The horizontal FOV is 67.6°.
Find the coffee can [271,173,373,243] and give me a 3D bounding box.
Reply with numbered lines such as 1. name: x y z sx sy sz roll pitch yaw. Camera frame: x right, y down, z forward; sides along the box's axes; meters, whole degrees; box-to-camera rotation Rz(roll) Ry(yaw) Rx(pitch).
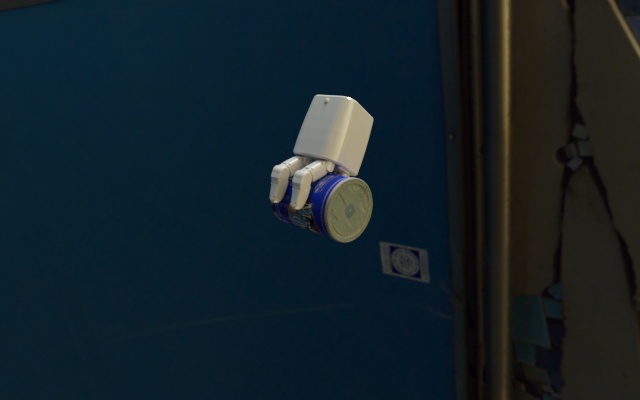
1. coffee can: 0.000 0.003 0.788 0.103 0.103 0.140 0 11 -44
